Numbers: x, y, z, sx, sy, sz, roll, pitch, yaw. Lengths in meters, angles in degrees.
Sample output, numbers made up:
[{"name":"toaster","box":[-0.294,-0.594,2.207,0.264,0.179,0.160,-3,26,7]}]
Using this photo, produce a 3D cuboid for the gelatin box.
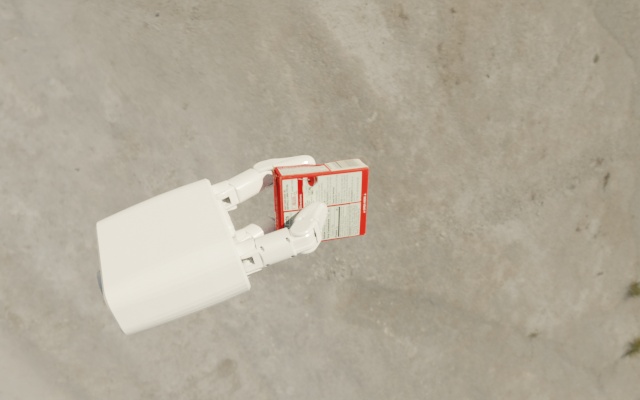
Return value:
[{"name":"gelatin box","box":[0.001,0.002,0.460,0.089,0.073,0.030,-7,26,-15]}]
